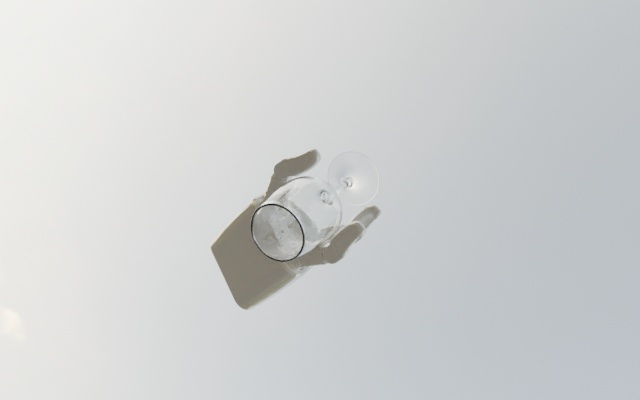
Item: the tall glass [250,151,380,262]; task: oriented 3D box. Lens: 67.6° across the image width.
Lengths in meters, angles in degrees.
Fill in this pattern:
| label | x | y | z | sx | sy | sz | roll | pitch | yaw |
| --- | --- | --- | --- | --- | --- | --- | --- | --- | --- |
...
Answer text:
| label | x | y | z | sx | sy | sz | roll | pitch | yaw |
| --- | --- | --- | --- | --- | --- | --- | --- | --- | --- |
| tall glass | 0.000 | 0.001 | 0.551 | 0.079 | 0.079 | 0.201 | 0 | 18 | 27 |
